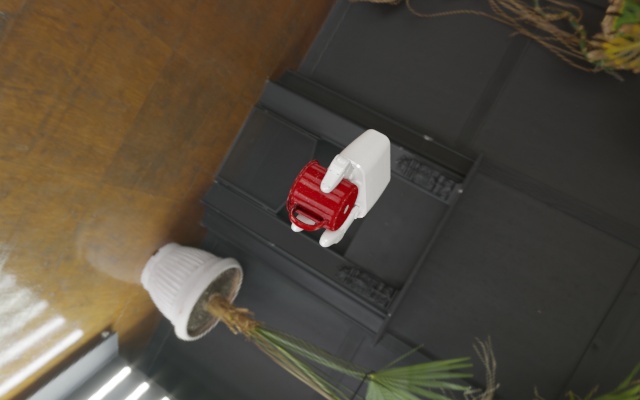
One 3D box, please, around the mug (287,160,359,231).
[{"bbox_3d":[0.000,0.003,0.737,0.081,0.093,0.117,29,49,16],"label":"mug"}]
